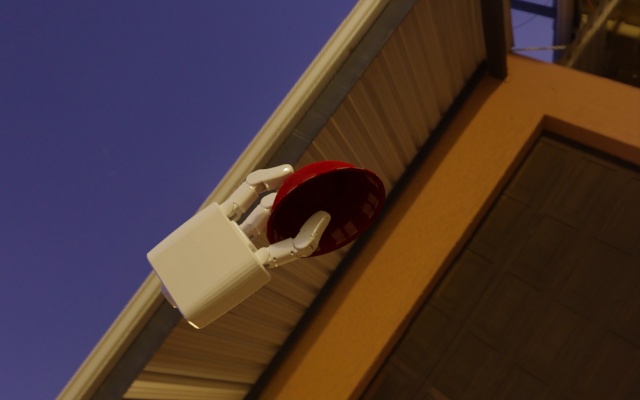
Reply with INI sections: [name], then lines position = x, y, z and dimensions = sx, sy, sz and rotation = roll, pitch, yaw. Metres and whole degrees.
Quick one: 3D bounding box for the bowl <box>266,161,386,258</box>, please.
[bowl]
position = 0.001, 0.001, 0.615
dimensions = 0.162, 0.055, 0.162
rotation = -16, -39, -14
